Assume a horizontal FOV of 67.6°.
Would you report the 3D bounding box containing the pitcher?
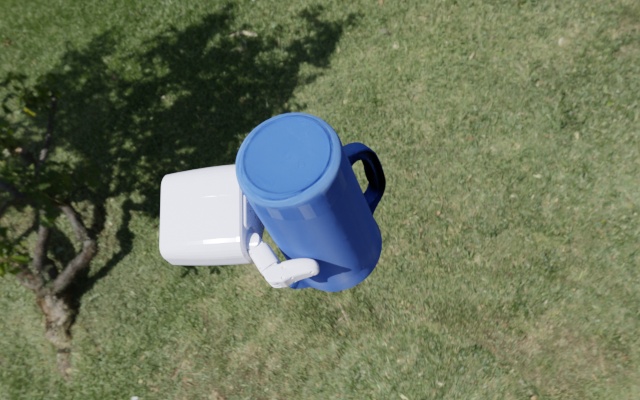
[{"bbox_3d":[0.000,0.002,0.559,0.145,0.149,0.243,-5,-27,11],"label":"pitcher"}]
